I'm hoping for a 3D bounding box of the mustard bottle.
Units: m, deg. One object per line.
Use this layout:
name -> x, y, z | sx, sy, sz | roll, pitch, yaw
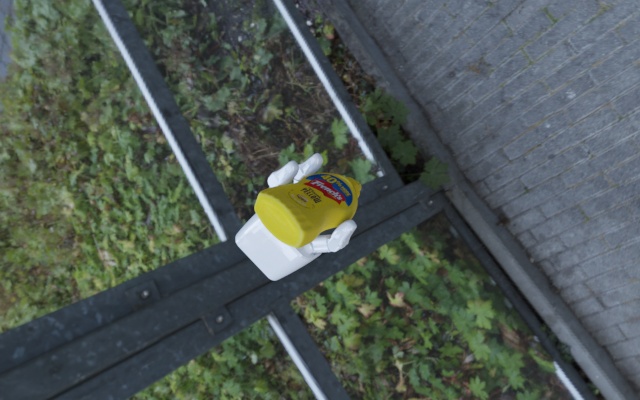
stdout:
mustard bottle -> 0.000, 0.002, 0.717 | 0.096, 0.058, 0.191 | 39, 37, 24
